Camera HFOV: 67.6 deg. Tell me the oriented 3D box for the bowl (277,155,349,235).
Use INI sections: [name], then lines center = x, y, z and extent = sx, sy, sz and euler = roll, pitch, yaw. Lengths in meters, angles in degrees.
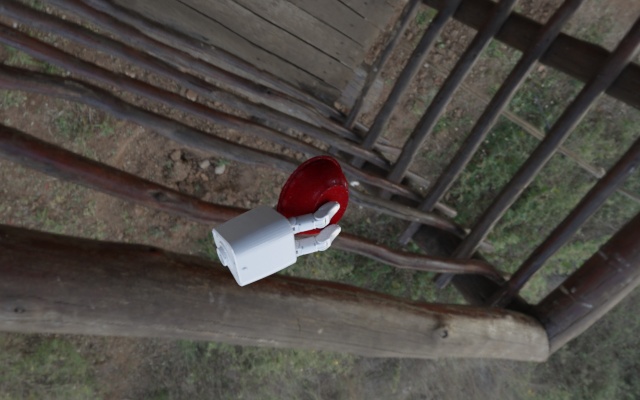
[bowl]
center = 0.001, 0.002, 0.861
extent = 0.055, 0.162, 0.162
euler = 33, 21, 36
